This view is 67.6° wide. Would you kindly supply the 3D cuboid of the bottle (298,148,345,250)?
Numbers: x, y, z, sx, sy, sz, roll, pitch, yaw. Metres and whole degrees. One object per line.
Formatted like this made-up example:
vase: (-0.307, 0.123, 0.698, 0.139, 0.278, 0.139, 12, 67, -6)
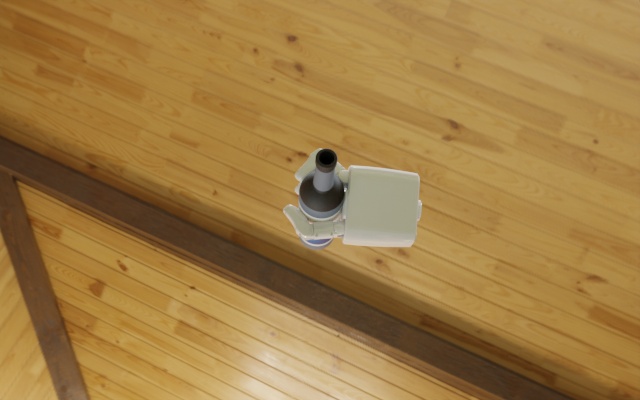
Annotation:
bottle: (0.000, 0.002, 0.724, 0.069, 0.069, 0.296, 0, -22, -3)
